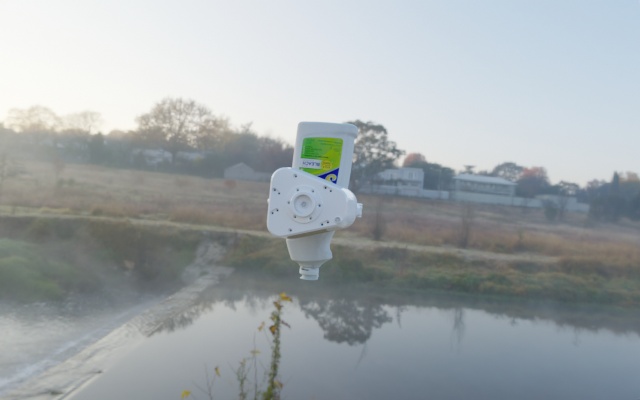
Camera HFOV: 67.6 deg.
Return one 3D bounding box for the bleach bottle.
[{"bbox_3d":[0.000,0.002,0.774,0.102,0.251,0.068,5,-1,8],"label":"bleach bottle"}]
